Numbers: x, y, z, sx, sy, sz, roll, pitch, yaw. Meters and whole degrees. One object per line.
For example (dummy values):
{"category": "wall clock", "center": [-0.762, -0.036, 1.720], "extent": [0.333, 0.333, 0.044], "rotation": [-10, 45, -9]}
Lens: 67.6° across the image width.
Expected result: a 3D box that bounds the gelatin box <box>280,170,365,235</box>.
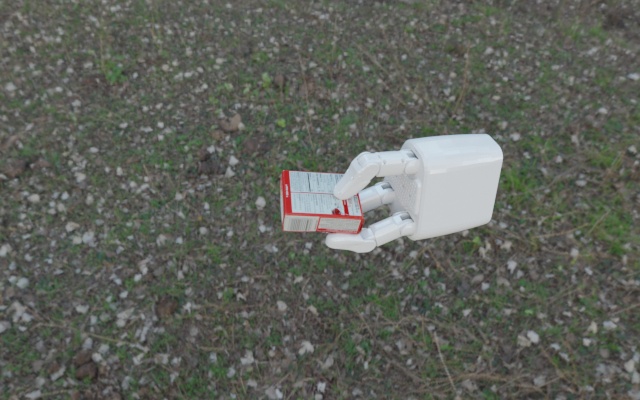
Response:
{"category": "gelatin box", "center": [0.000, 0.001, 0.539], "extent": [0.089, 0.030, 0.073], "rotation": [3, 44, -11]}
